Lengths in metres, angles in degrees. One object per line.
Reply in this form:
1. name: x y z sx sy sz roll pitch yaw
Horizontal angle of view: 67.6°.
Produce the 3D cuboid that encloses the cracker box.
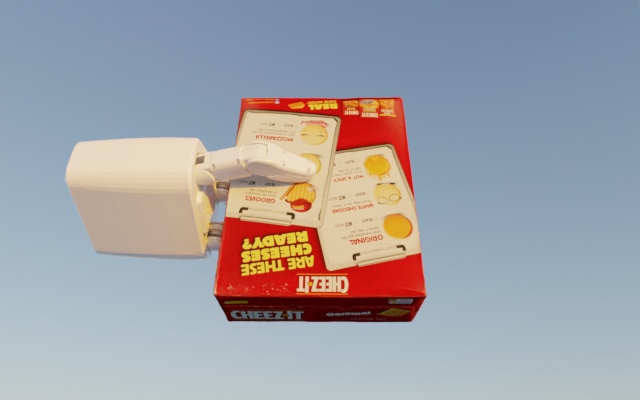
1. cracker box: 0.000 0.001 0.443 0.164 0.213 0.072 0 -34 1
